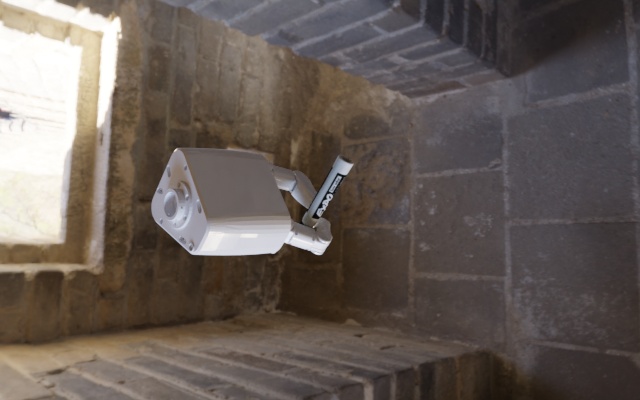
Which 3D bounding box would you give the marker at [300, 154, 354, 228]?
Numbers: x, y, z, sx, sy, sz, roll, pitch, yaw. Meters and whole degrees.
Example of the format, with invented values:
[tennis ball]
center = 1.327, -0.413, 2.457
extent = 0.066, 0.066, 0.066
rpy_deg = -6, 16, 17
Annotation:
[marker]
center = 0.000, 0.002, 0.547
extent = 0.020, 0.121, 0.020
rpy_deg = 25, 25, -13
